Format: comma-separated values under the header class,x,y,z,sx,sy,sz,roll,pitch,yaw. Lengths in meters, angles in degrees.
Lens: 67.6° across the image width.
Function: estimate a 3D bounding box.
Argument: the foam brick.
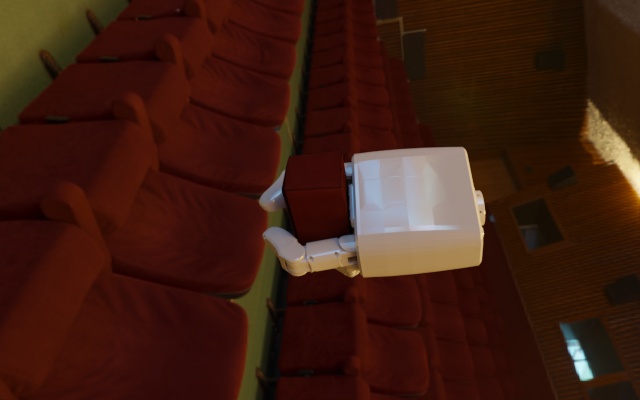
class,x,y,z,sx,sy,sz,roll,pitch,yaw
foam brick,0.000,0.001,0.436,0.051,0.078,0.053,-5,42,9
